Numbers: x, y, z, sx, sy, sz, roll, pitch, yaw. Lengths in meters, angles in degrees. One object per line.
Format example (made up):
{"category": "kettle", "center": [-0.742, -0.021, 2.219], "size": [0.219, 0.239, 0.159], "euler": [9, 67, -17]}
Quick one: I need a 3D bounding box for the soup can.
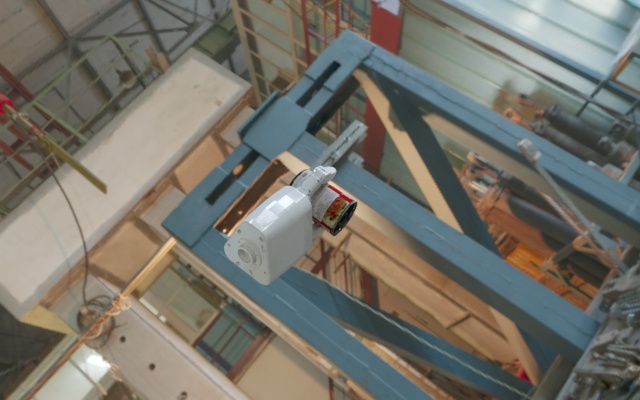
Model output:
{"category": "soup can", "center": [0.000, 0.002, 0.785], "size": [0.102, 0.068, 0.068], "euler": [35, 11, 16]}
